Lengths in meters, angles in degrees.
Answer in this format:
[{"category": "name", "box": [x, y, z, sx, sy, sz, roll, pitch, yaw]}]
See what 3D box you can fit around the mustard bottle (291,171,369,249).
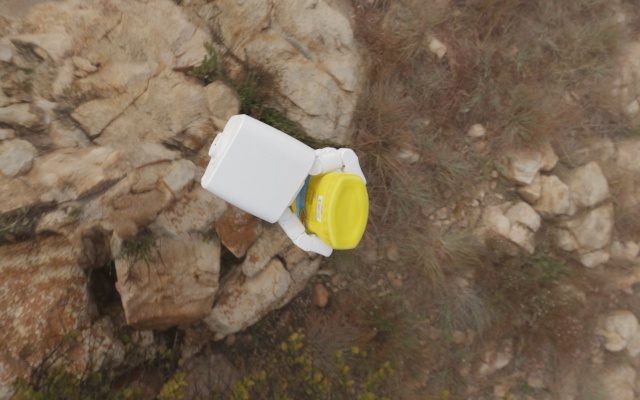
[{"category": "mustard bottle", "box": [0.001, 0.002, 0.676, 0.058, 0.096, 0.191, 0, 8, -22]}]
